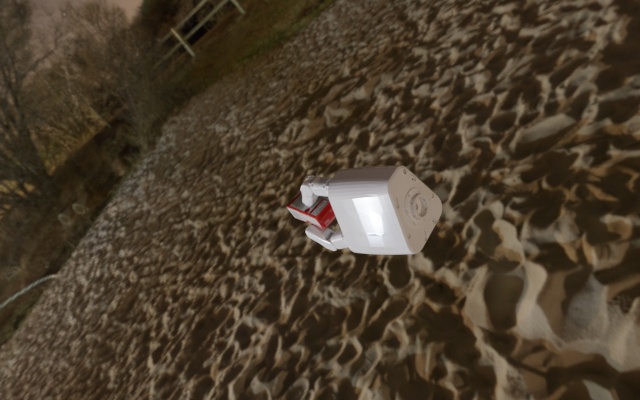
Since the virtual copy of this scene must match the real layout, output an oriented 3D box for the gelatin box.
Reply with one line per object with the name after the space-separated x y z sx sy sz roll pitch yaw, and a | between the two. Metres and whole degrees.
0.000 0.002 0.742 0.073 0.030 0.089 -47 33 -17 | gelatin box
